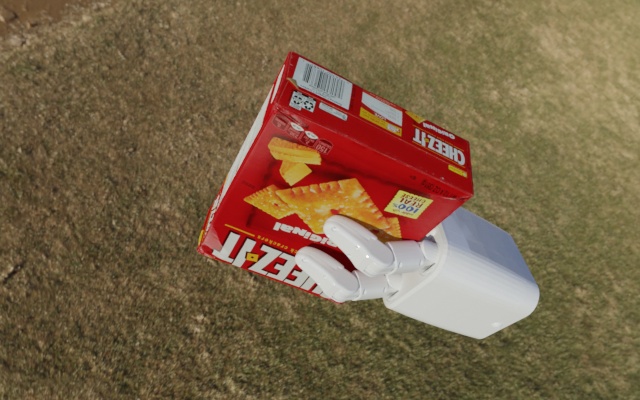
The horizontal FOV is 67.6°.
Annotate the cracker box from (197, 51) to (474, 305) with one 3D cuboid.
[{"bbox_3d":[0.000,0.001,0.423,0.164,0.072,0.214,23,-43,-14],"label":"cracker box"}]
